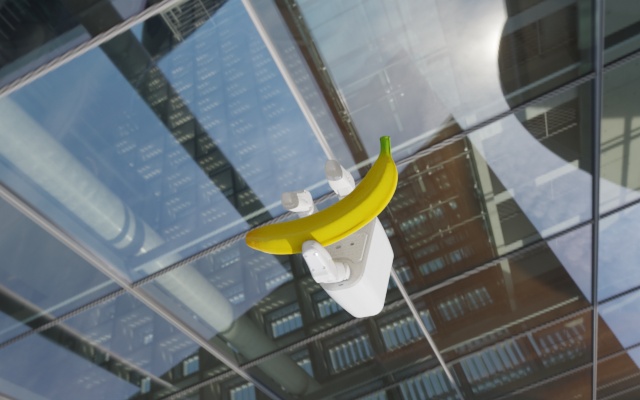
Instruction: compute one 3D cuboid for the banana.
[{"bbox_3d":[0.011,0.013,0.520,0.198,0.069,0.037,-34,-34,3],"label":"banana"}]
